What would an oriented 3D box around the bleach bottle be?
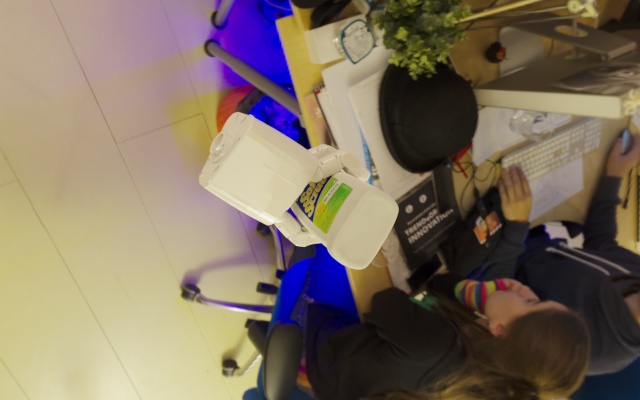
[{"bbox_3d":[0.000,0.002,0.667,0.068,0.102,0.250,33,-2,-31],"label":"bleach bottle"}]
